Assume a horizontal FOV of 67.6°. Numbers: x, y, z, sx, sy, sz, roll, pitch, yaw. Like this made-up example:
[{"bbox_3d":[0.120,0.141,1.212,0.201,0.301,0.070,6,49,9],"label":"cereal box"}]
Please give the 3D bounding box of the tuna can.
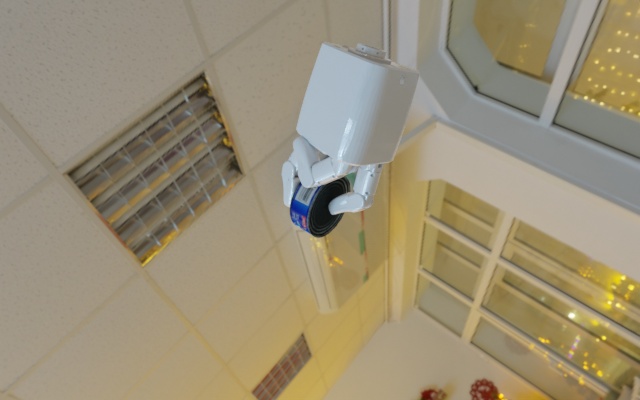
[{"bbox_3d":[0.000,0.002,0.611,0.033,0.086,0.086,27,14,30],"label":"tuna can"}]
